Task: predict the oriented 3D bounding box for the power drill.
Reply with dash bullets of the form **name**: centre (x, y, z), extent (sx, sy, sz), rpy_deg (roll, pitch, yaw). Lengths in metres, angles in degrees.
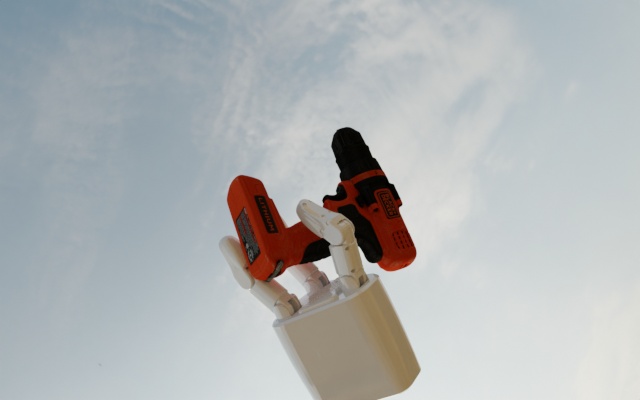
- **power drill**: centre (0.000, 0.002, 0.517), extent (0.187, 0.184, 0.057), rpy_deg (-9, -26, -29)
